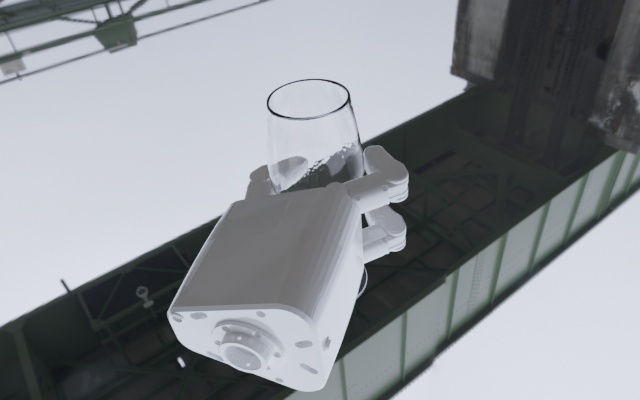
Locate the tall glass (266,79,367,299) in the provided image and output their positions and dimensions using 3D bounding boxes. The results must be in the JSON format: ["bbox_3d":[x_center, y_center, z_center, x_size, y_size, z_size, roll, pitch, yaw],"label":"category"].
[{"bbox_3d":[0.000,0.002,0.411,0.079,0.201,0.079,-4,39,3],"label":"tall glass"}]
